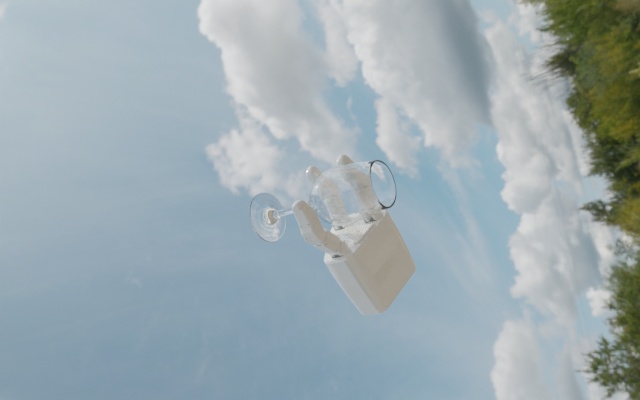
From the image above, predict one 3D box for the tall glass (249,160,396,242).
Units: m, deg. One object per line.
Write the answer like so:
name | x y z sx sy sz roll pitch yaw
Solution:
tall glass | -0.001 0.002 0.643 0.201 0.079 0.079 -17 -10 36
